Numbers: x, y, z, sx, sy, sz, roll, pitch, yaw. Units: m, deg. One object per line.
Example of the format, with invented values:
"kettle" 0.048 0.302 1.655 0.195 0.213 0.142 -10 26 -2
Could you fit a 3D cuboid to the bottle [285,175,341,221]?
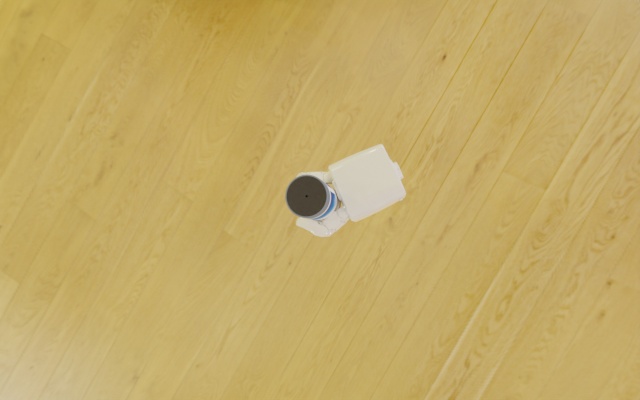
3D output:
"bottle" 0.000 0.003 0.866 0.069 0.069 0.296 0 -4 8
